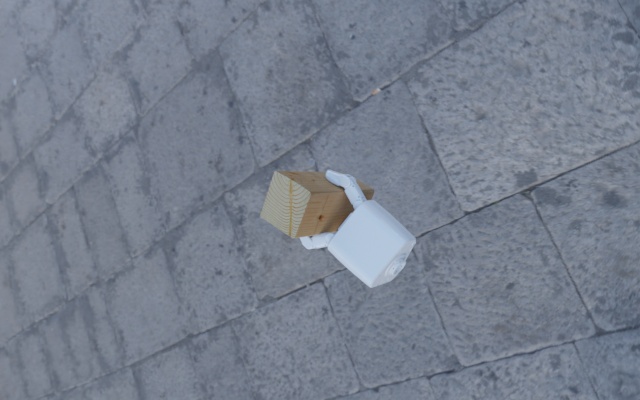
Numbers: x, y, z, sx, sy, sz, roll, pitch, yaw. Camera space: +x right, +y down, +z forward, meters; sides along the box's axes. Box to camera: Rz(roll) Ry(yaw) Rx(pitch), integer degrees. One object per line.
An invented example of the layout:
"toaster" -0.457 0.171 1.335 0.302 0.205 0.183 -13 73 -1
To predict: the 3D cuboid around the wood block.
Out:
"wood block" 0.000 0.003 0.889 0.090 0.091 0.206 31 20 31
